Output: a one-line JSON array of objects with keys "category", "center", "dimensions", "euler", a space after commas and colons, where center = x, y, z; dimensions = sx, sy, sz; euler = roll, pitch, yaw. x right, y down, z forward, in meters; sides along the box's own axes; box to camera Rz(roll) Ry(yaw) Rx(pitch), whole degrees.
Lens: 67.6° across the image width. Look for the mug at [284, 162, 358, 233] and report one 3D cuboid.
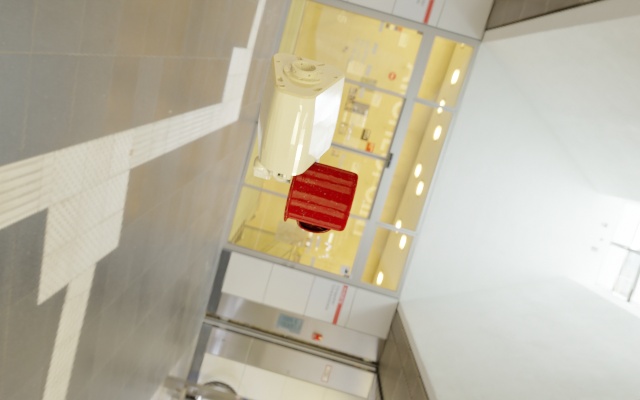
[{"category": "mug", "center": [0.000, 0.003, 0.644], "dimensions": [0.081, 0.117, 0.093], "euler": [15, 40, 1]}]
